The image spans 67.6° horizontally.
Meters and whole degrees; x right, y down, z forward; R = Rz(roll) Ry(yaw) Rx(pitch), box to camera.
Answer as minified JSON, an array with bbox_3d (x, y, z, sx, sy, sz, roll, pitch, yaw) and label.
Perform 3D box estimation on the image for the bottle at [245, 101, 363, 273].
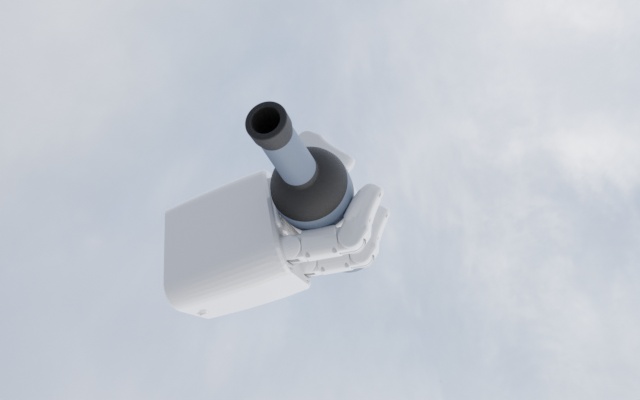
[{"bbox_3d":[0.000,0.001,0.426,0.069,0.069,0.296,0,-20,14],"label":"bottle"}]
